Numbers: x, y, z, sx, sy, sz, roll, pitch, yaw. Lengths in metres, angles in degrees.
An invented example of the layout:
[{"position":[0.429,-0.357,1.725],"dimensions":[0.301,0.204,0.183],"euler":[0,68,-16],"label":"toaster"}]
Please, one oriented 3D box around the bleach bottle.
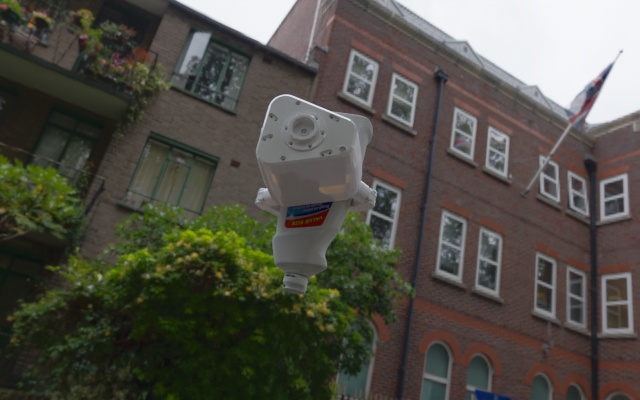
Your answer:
[{"position":[0.000,0.002,0.643],"dimensions":[0.102,0.250,0.068],"euler":[9,-22,10],"label":"bleach bottle"}]
